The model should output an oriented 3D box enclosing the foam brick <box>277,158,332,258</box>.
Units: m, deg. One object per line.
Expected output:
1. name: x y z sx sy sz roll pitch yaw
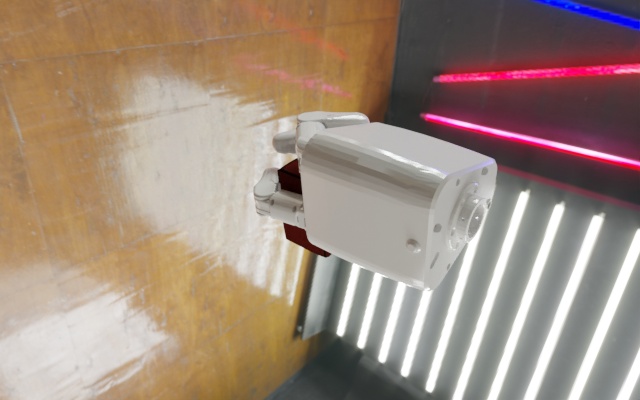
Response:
1. foam brick: 0.000 0.002 0.429 0.051 0.078 0.053 22 42 34
